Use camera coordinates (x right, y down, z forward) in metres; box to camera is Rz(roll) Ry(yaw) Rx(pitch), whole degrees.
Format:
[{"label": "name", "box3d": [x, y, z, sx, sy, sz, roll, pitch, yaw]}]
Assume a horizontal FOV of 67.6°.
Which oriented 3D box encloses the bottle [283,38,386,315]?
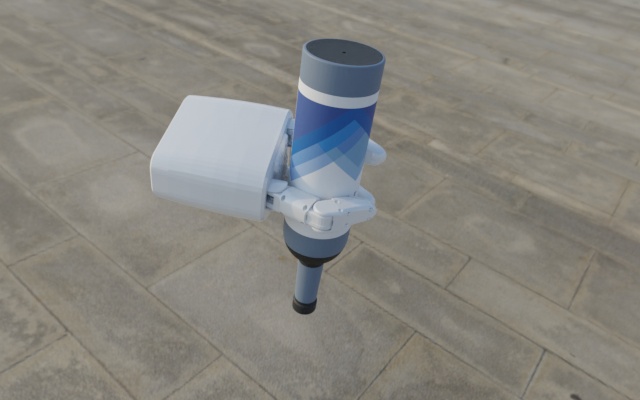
[{"label": "bottle", "box3d": [0.000, 0.001, 0.461, 0.069, 0.296, 0.069, 6, 35, -4]}]
